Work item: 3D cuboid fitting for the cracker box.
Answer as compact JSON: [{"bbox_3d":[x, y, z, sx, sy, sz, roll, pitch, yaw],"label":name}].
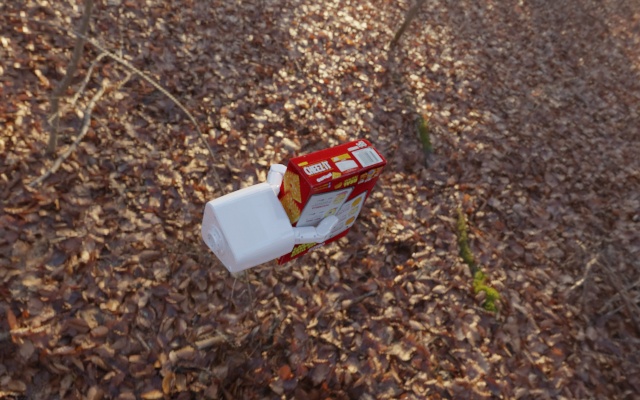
[{"bbox_3d":[0.000,0.003,0.830,0.164,0.072,0.214,-20,-30,-35],"label":"cracker box"}]
